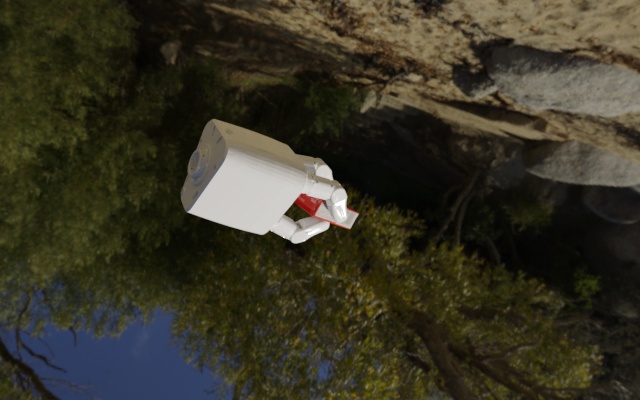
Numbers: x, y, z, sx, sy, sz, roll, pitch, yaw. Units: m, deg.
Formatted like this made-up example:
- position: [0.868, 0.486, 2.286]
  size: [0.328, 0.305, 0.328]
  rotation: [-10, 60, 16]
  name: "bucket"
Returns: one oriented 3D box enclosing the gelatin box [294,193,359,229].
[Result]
- position: [0.000, 0.003, 0.663]
  size: [0.073, 0.030, 0.089]
  rotation: [37, 10, 40]
  name: "gelatin box"
